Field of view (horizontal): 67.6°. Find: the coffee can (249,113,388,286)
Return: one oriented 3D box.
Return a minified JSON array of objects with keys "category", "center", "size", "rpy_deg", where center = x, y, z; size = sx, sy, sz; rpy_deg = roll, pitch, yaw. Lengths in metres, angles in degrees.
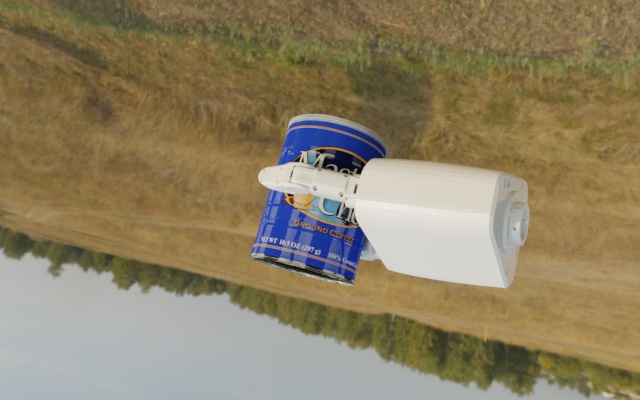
[{"category":"coffee can","center":[0.000,0.001,0.465],"size":[0.103,0.140,0.103],"rpy_deg":[15,-12,3]}]
